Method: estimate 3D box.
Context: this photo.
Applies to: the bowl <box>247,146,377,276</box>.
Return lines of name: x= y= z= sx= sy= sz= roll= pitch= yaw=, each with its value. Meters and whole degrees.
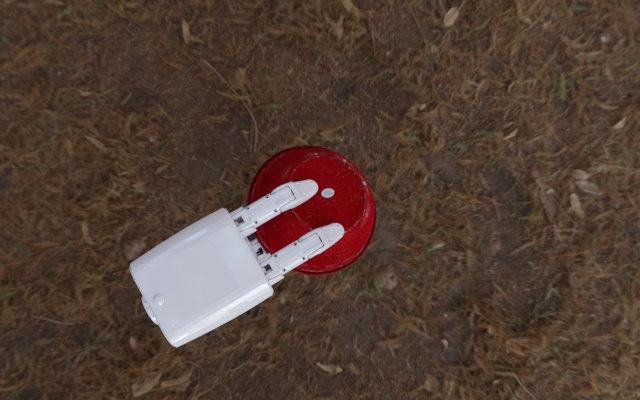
bowl: x=0.001 y=0.001 z=0.549 sx=0.162 sy=0.162 sz=0.055 roll=0 pitch=-17 yaw=-18
